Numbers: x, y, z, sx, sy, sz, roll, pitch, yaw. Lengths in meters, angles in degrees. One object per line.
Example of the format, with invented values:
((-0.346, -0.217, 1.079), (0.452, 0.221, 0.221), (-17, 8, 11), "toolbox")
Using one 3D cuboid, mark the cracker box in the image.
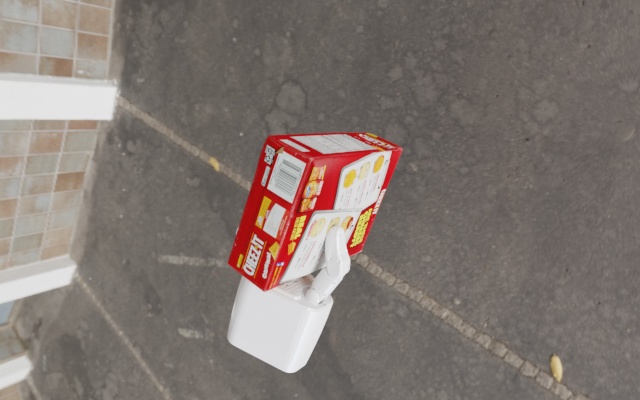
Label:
((0.000, 0.002, 0.587), (0.072, 0.164, 0.213), (31, 24, 26), "cracker box")
